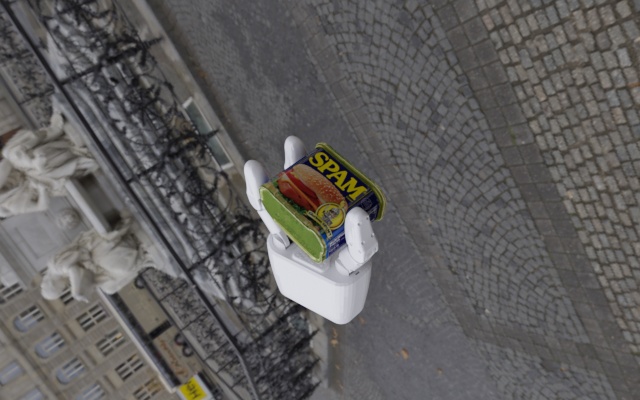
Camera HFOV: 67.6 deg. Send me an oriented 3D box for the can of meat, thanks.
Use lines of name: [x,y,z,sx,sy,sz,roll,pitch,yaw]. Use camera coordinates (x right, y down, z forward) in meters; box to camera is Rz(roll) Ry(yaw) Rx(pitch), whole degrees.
can of meat: [0.000,0.002,0.483,0.084,0.102,0.057,-36,-27,-24]
